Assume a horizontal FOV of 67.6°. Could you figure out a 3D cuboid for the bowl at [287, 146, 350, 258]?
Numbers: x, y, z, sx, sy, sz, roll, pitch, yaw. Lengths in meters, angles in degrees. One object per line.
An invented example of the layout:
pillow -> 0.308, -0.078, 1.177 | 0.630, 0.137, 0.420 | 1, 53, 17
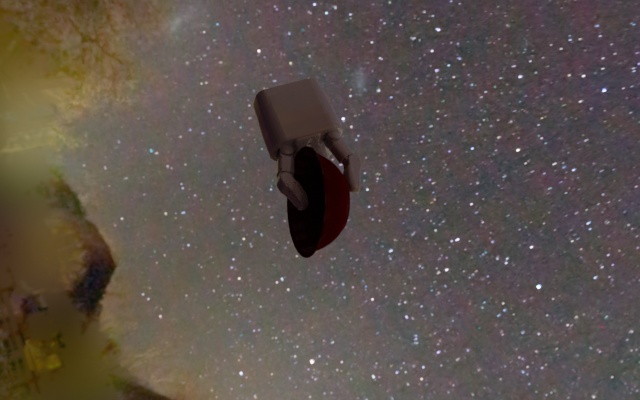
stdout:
bowl -> 0.001, 0.004, 0.701 | 0.055, 0.162, 0.162 | 1, 0, -22
